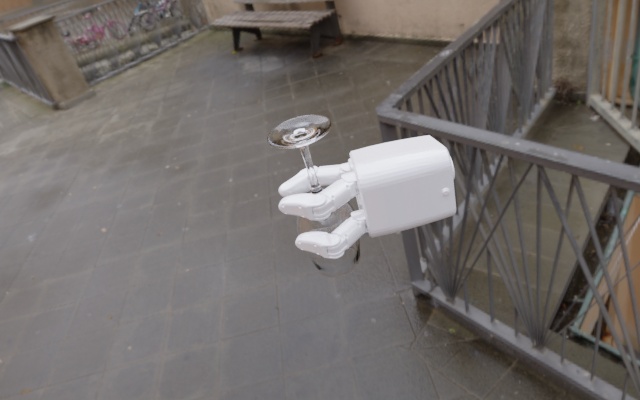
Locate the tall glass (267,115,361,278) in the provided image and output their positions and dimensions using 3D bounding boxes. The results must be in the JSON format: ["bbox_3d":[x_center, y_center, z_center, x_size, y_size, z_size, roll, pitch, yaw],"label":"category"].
[{"bbox_3d":[0.000,0.001,0.585,0.079,0.201,0.079,-11,33,8],"label":"tall glass"}]
